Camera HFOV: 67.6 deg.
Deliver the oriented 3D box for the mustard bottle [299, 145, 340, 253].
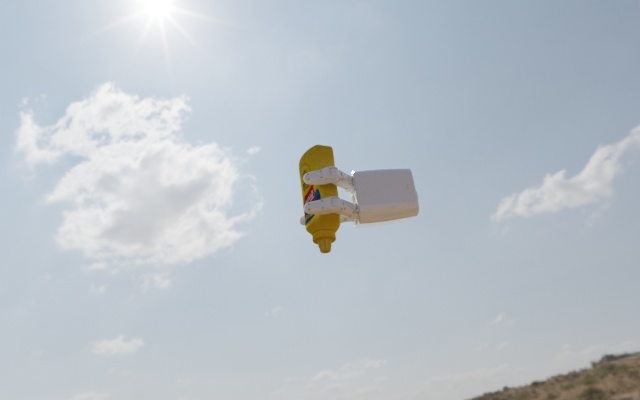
[{"bbox_3d":[0.000,0.003,0.857,0.058,0.191,0.096,6,-29,-24],"label":"mustard bottle"}]
